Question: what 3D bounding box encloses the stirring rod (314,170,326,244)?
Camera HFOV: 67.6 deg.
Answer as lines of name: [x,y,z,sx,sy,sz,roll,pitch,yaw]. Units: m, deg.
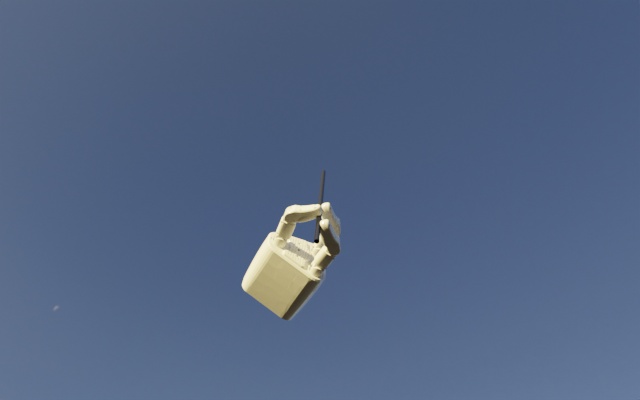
stirring rod: [0.000,0.003,0.791,0.011,0.011,0.239,0,28,3]
